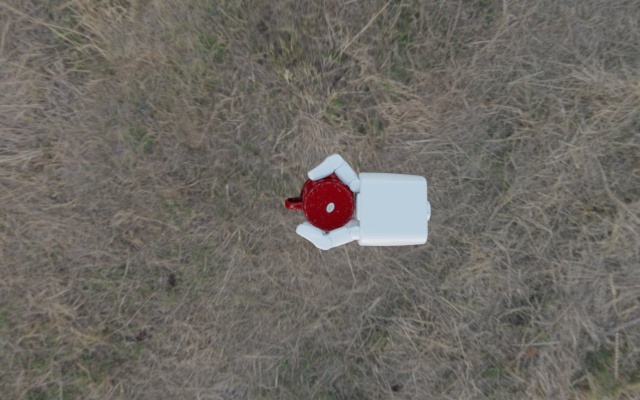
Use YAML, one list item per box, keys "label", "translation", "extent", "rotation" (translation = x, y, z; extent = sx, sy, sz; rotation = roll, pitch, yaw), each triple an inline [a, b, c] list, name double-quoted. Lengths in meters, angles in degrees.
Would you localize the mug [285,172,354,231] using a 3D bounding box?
- label: "mug"
  translation: [-0.001, 0.003, 0.782]
  extent: [0.117, 0.093, 0.081]
  rotation: [0, 10, -2]
